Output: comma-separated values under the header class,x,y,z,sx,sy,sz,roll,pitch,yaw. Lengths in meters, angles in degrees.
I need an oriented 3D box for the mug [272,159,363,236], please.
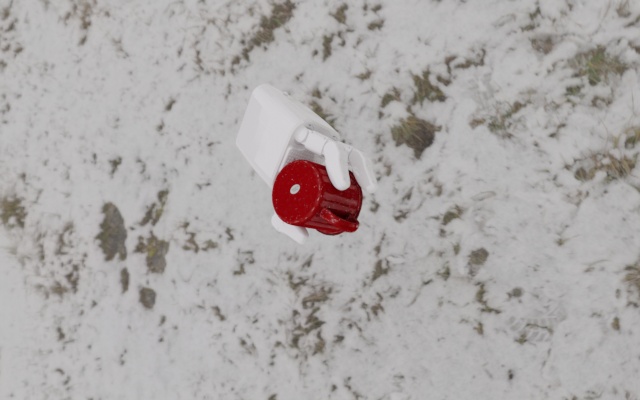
class,x,y,z,sx,sy,sz,roll,pitch,yaw
mug,0.001,0.003,0.595,0.081,0.093,0.117,13,26,-52
